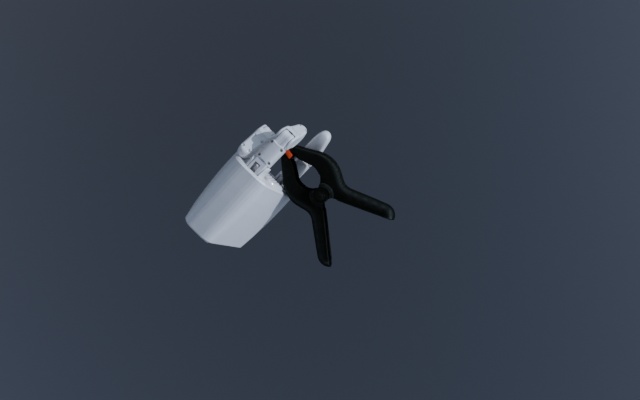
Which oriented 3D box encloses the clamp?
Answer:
[{"bbox_3d":[0.000,0.002,0.633,0.171,0.120,0.039,44,6,3],"label":"clamp"}]
